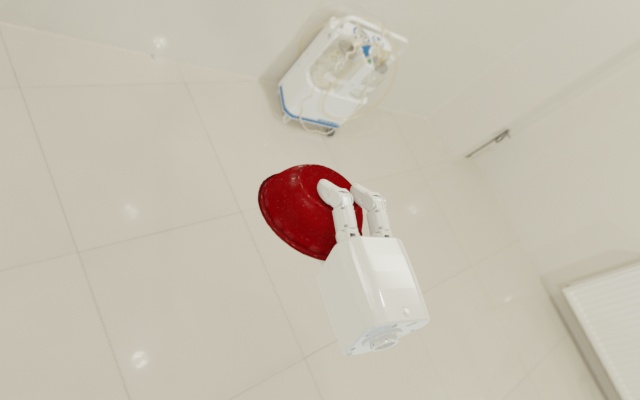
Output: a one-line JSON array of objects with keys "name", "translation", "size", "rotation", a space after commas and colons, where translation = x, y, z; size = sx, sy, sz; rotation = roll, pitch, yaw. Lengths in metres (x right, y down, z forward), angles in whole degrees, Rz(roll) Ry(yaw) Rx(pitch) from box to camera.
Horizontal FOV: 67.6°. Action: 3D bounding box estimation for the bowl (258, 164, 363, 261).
[{"name": "bowl", "translation": [0.000, 0.001, 0.642], "size": [0.162, 0.162, 0.055], "rotation": [0, -43, -40]}]
